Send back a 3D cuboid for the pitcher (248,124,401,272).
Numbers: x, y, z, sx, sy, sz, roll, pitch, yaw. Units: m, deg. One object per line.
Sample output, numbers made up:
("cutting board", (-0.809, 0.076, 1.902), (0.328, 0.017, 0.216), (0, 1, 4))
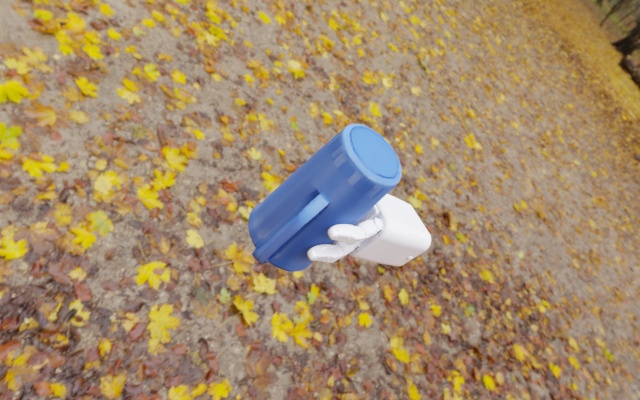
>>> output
("pitcher", (0.000, 0.002, 0.718), (0.145, 0.149, 0.243), (18, -44, -33))
